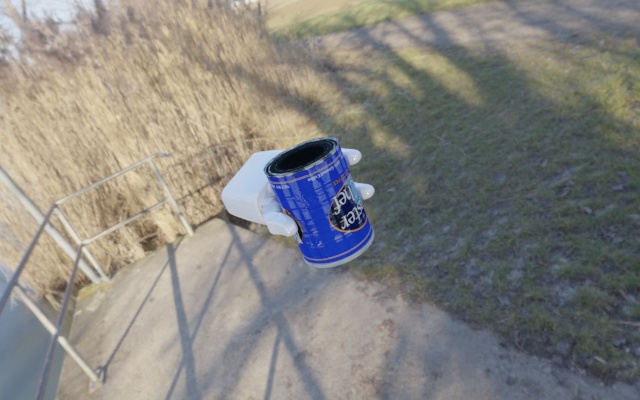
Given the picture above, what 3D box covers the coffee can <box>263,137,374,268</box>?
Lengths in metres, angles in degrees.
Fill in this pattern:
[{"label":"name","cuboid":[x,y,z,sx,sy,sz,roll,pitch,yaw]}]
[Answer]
[{"label":"coffee can","cuboid":[0.000,0.002,0.625,0.103,0.140,0.102,-19,24,9]}]
